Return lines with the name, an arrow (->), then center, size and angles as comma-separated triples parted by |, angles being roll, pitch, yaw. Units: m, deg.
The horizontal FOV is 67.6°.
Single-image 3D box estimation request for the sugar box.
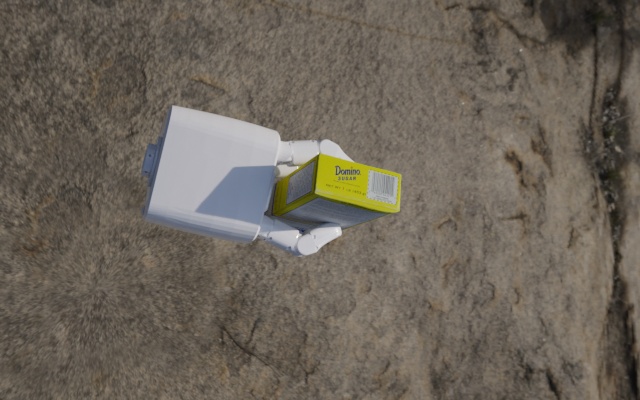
sugar box -> 0.000, 0.001, 0.518 | 0.093, 0.048, 0.176 | 13, -15, -23
